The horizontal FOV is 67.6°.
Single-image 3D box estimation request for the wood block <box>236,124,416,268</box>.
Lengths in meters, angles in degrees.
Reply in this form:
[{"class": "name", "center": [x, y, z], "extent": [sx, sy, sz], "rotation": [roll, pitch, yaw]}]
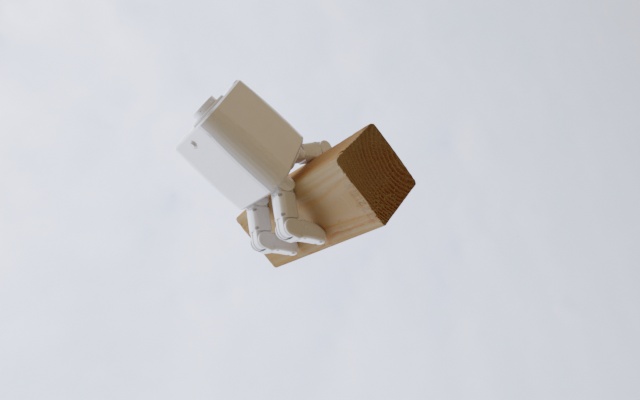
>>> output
[{"class": "wood block", "center": [0.000, 0.001, 0.587], "extent": [0.206, 0.090, 0.090], "rotation": [-27, 15, 47]}]
